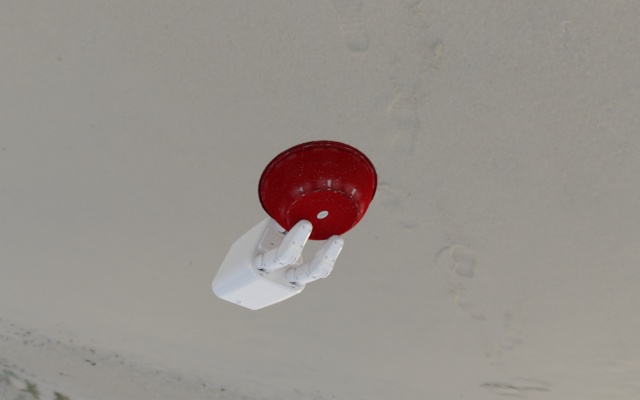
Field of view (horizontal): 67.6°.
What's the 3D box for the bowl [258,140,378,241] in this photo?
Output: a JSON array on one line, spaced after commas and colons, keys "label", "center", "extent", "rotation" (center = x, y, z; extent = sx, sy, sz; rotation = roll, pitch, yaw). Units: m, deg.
[{"label": "bowl", "center": [0.001, 0.001, 0.621], "extent": [0.162, 0.162, 0.055], "rotation": [0, 43, -9]}]
